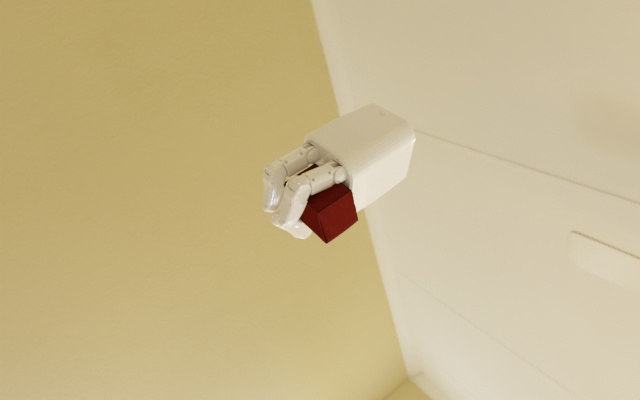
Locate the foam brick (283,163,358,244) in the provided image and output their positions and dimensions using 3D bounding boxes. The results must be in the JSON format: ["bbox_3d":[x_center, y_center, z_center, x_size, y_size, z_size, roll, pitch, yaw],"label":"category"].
[{"bbox_3d":[0.000,0.002,0.571,0.051,0.053,0.078,-32,45,-19],"label":"foam brick"}]
